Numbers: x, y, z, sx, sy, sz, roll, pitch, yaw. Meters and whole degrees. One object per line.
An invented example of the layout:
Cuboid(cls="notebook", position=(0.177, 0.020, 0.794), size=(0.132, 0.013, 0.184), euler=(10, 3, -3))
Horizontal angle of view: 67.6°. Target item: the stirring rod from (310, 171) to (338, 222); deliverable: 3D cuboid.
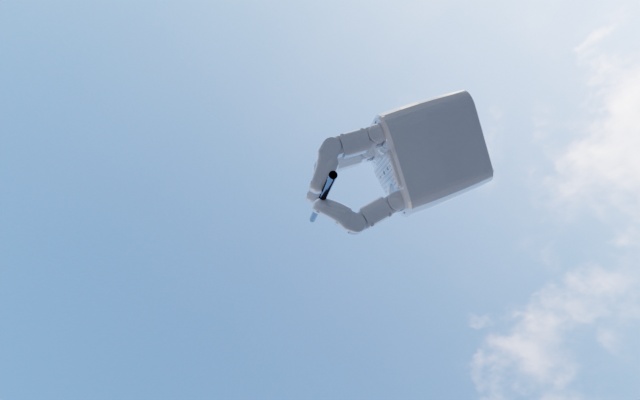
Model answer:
Cuboid(cls="stirring rod", position=(0.000, 0.002, 0.534), size=(0.011, 0.011, 0.239), euler=(0, -12, -5))
